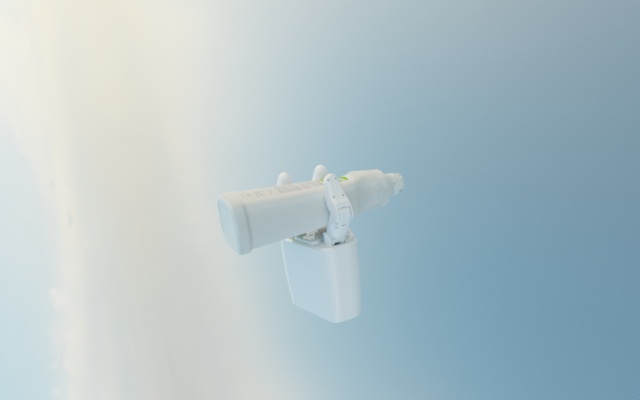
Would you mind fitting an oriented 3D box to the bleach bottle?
[{"bbox_3d":[0.000,0.002,0.622,0.251,0.068,0.102,-13,16,-21],"label":"bleach bottle"}]
